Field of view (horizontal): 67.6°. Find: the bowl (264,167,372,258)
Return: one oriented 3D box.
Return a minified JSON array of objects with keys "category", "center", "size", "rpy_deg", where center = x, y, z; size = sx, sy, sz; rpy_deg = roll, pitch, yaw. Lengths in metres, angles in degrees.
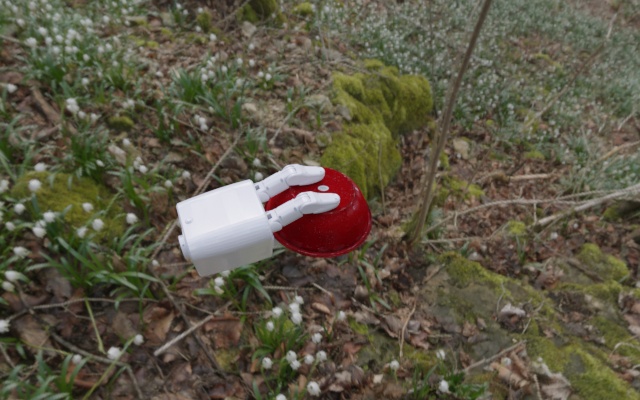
[{"category":"bowl","center":[0.001,0.001,0.688],"size":[0.162,0.162,0.055],"rpy_deg":[0,-43,-10]}]
